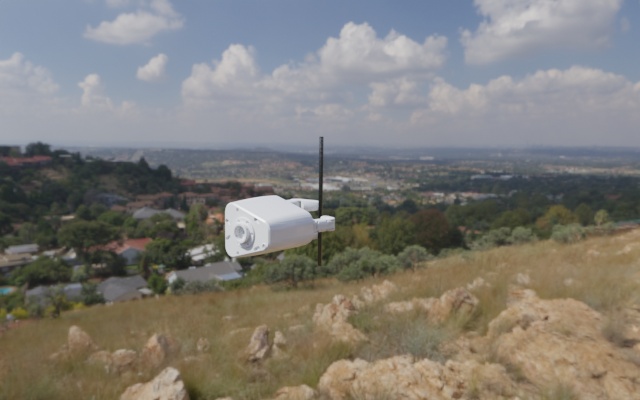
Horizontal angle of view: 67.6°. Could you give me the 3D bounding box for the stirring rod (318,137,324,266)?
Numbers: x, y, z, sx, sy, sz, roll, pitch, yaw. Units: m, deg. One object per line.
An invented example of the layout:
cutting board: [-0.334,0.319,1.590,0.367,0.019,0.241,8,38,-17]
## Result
stirring rod: [0.000,0.003,0.886,0.011,0.239,0.011,1,7,0]
